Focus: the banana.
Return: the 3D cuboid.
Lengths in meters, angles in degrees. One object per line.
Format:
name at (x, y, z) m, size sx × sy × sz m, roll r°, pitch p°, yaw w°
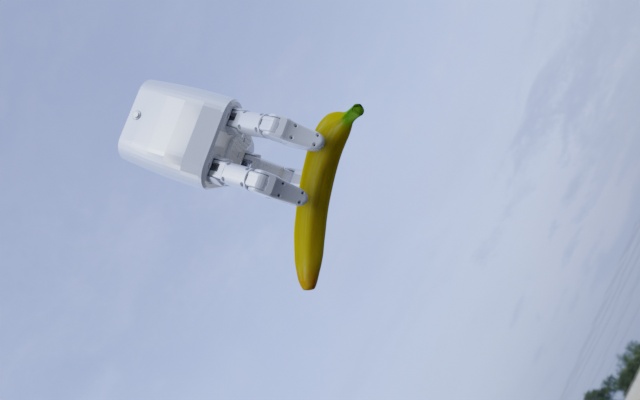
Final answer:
banana at (-0.002, -0.007, 0.494) m, size 0.037 × 0.198 × 0.069 m, roll 9°, pitch 16°, yaw -13°
